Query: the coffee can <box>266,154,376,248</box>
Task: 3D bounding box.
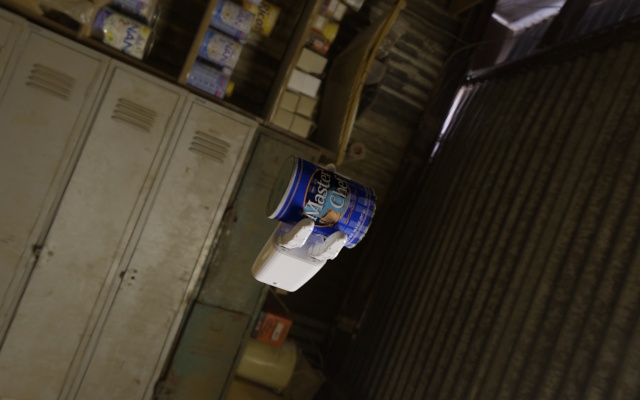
[{"bbox_3d":[0.000,0.002,0.740,0.140,0.103,0.103,22,-7,-17],"label":"coffee can"}]
